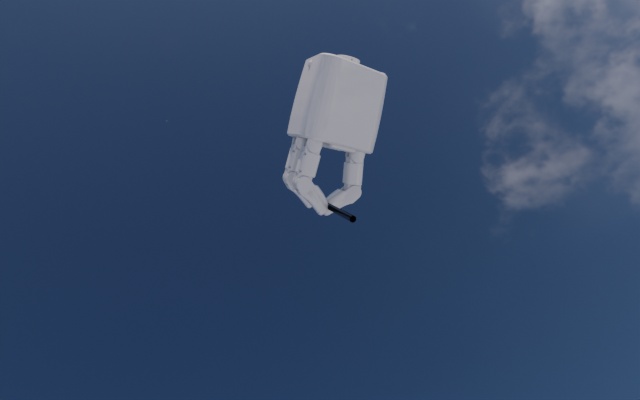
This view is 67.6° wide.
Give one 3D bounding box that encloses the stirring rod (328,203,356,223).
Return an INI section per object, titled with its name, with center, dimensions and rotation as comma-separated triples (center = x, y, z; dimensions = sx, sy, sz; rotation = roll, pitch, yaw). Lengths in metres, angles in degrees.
[stirring rod]
center = 0.000, 0.002, 0.649
dimensions = 0.011, 0.011, 0.239
rotation = 0, 9, -18
